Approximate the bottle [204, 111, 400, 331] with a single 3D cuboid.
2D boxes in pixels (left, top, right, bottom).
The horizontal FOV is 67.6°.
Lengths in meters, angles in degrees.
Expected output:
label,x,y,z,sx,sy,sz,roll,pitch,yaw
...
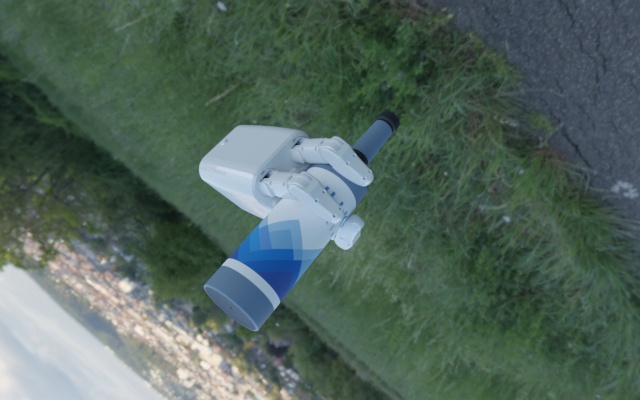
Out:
label,x,y,z,sx,sy,sz,roll,pitch,yaw
bottle,0.000,0.002,0.515,0.069,0.069,0.295,0,43,52
